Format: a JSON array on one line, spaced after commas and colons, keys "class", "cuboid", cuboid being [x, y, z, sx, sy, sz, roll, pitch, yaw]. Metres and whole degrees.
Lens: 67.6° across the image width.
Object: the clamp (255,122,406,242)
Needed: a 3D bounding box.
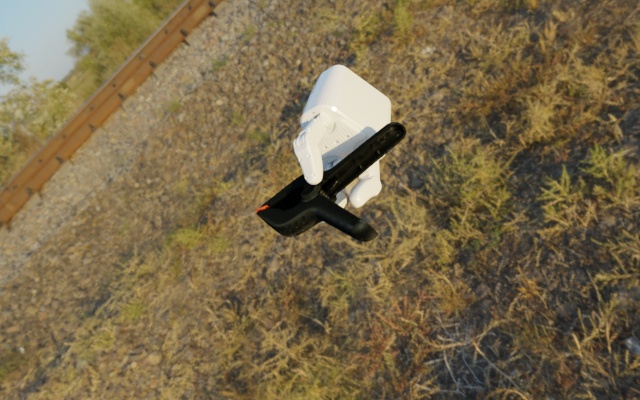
[{"class": "clamp", "cuboid": [-0.001, 0.001, 0.551, 0.210, 0.164, 0.036, -23, -56, 34]}]
